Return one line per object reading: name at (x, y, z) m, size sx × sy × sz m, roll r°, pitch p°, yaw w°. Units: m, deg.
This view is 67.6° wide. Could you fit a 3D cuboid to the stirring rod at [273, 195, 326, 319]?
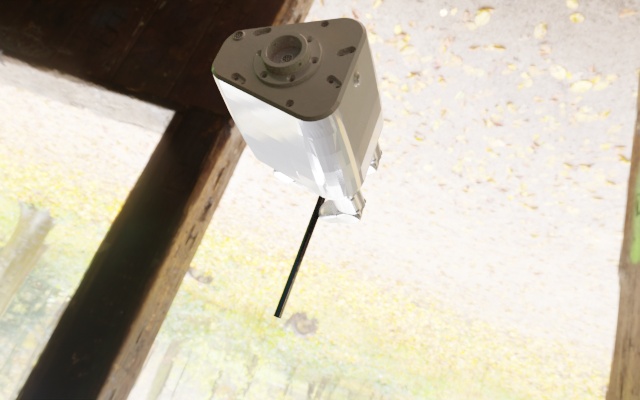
stirring rod at (0.000, 0.001, 0.478) m, size 0.011 × 0.239 × 0.011 m, roll 18°, pitch -22°, yaw 8°
